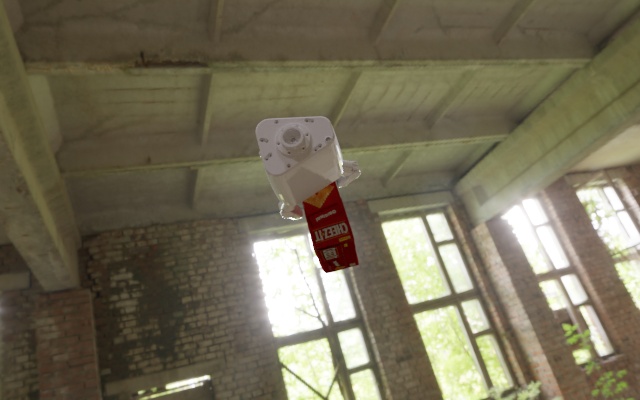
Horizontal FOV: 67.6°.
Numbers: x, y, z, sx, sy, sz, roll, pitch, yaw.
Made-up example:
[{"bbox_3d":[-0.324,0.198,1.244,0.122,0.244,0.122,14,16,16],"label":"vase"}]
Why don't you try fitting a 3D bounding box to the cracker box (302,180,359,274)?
[{"bbox_3d":[0.000,0.002,0.822,0.072,0.213,0.164,-17,-22,1],"label":"cracker box"}]
